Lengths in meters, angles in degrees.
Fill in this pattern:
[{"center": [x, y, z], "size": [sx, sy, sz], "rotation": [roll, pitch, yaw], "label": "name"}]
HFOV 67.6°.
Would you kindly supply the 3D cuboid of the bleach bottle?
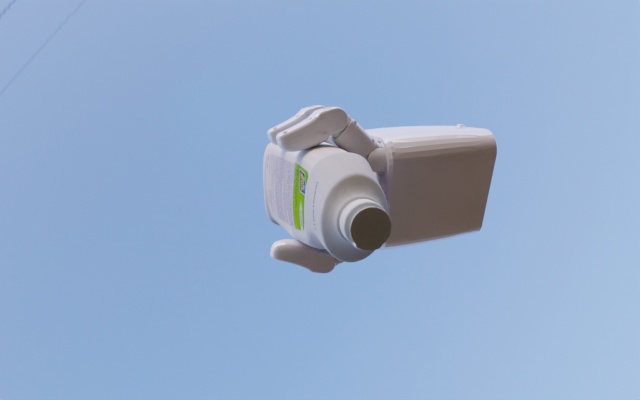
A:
[{"center": [0.000, 0.001, 0.418], "size": [0.068, 0.102, 0.250], "rotation": [-6, 13, -14], "label": "bleach bottle"}]
